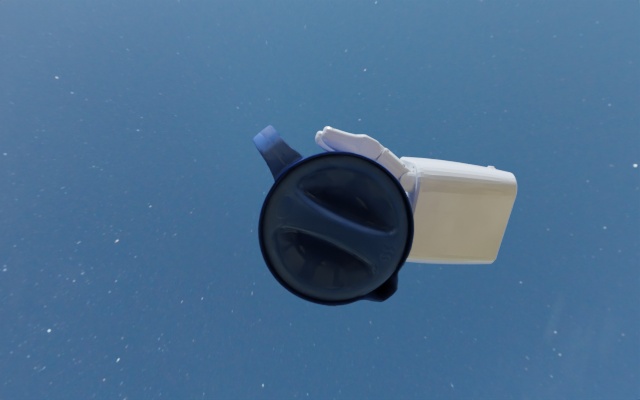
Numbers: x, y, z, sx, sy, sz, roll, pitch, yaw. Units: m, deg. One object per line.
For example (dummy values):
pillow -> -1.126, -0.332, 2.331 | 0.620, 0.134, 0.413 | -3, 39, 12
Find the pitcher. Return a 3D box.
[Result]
pitcher -> 0.000, 0.002, 0.513 | 0.145, 0.149, 0.243 | 5, 7, -5
